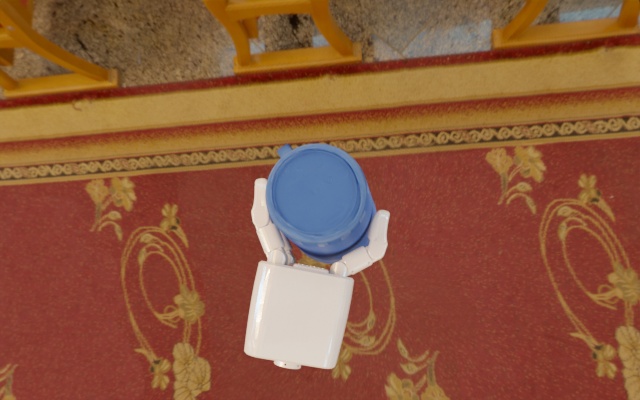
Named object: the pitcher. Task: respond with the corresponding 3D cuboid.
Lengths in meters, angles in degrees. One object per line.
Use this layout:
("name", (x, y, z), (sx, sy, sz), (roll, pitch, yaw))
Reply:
("pitcher", (0.000, 0.002, 0.608), (0.149, 0.145, 0.243), (11, -8, 8))
